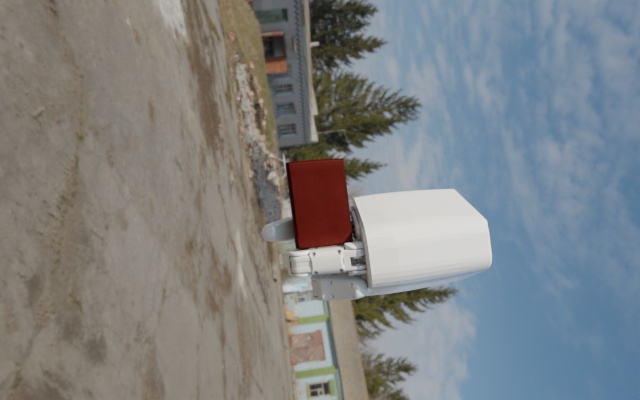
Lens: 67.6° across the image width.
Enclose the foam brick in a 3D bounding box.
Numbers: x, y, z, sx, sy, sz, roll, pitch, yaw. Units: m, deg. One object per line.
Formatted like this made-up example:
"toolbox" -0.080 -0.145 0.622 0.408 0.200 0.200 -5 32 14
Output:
"foam brick" 0.000 0.001 0.441 0.051 0.078 0.053 -7 2 3
